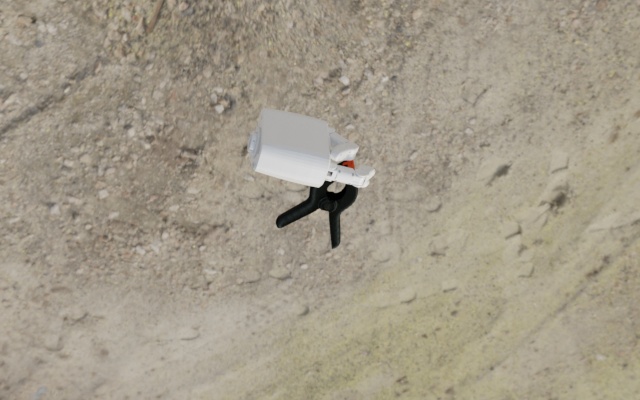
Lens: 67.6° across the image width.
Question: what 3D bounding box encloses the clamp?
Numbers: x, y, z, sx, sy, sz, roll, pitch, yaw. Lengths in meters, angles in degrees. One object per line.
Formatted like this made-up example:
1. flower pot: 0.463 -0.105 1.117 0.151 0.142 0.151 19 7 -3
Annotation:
1. clamp: 0.000 0.003 0.794 0.120 0.171 0.039 12 30 -17
